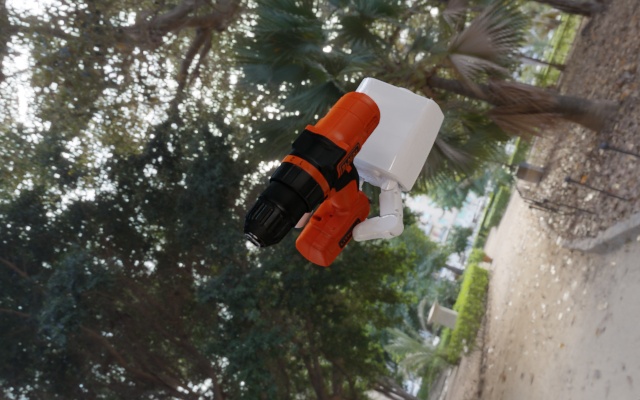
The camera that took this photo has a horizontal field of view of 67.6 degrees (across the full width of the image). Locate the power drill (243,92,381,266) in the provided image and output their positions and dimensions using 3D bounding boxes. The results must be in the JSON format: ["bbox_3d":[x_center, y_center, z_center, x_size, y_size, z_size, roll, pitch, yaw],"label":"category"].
[{"bbox_3d":[0.000,0.002,0.508,0.057,0.184,0.188,33,-21,19],"label":"power drill"}]
